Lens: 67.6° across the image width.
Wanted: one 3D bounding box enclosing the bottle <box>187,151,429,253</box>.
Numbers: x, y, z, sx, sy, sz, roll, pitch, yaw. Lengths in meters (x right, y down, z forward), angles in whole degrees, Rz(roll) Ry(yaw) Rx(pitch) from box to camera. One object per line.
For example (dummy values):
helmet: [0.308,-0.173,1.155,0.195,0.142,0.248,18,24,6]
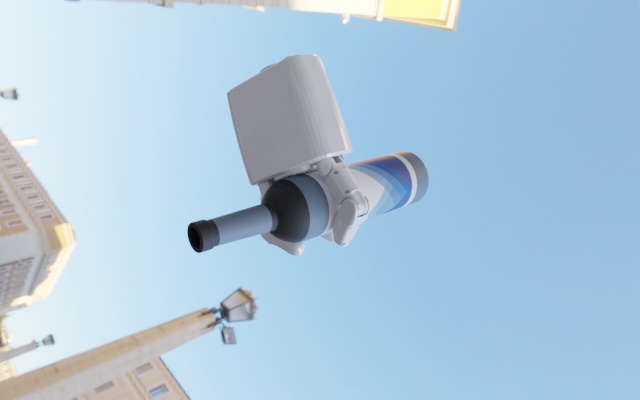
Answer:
bottle: [0.000,0.002,0.504,0.295,0.069,0.069,-16,10,-40]
